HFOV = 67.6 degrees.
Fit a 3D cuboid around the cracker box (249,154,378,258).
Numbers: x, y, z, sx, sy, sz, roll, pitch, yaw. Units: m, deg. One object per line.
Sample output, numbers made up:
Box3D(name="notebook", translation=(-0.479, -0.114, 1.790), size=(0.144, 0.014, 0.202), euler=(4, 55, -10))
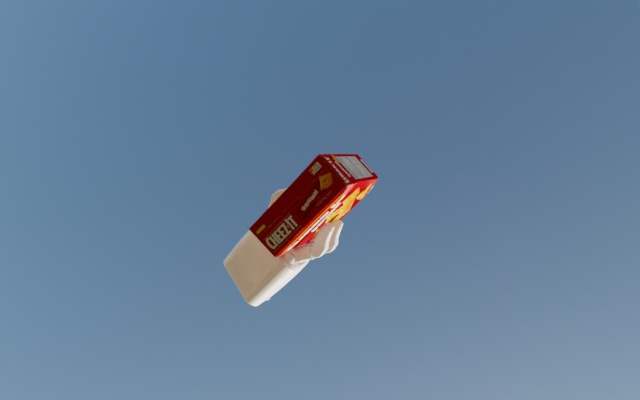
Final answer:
Box3D(name="cracker box", translation=(0.000, 0.002, 0.795), size=(0.164, 0.072, 0.213), euler=(-46, -10, 17))
